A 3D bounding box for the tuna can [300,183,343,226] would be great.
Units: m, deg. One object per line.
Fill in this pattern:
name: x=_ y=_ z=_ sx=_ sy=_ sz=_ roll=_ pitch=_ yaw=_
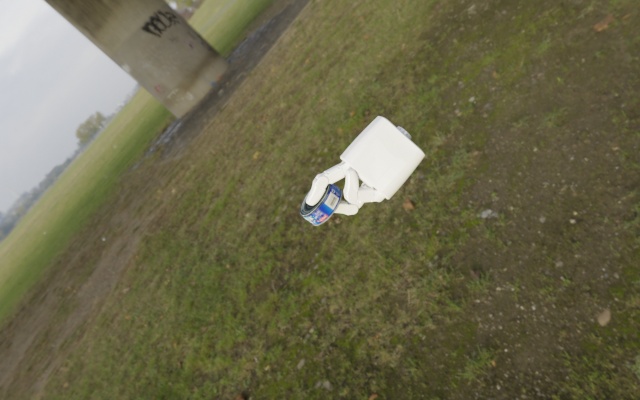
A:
tuna can: x=0.000 y=0.003 z=0.900 sx=0.034 sy=0.086 sz=0.086 roll=37 pitch=-16 yaw=-23
